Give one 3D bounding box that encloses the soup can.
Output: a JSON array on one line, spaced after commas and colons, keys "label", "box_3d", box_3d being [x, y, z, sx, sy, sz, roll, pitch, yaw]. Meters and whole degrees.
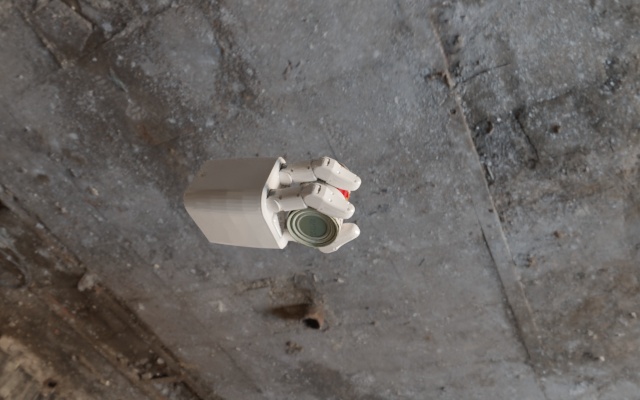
[{"label": "soup can", "box_3d": [0.001, 0.002, 0.610, 0.068, 0.069, 0.102, 0, 38, 15]}]
